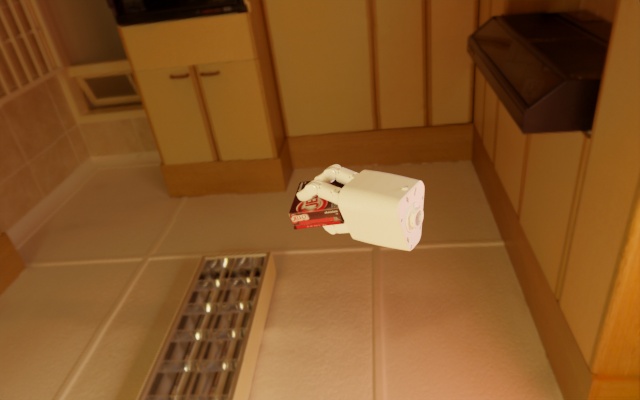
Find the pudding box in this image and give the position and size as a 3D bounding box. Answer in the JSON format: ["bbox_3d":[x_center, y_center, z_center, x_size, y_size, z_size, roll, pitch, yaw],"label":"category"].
[{"bbox_3d":[0.000,0.003,0.834,0.090,0.039,0.113,-7,28,12],"label":"pudding box"}]
